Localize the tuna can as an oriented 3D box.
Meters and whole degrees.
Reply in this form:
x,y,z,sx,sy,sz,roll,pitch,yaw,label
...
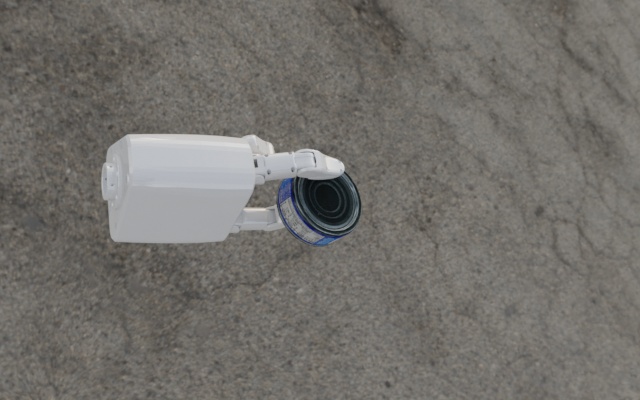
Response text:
x,y,z,sx,sy,sz,roll,pitch,yaw,label
0.000,0.001,0.488,0.086,0.086,0.034,0,-21,-36,tuna can
